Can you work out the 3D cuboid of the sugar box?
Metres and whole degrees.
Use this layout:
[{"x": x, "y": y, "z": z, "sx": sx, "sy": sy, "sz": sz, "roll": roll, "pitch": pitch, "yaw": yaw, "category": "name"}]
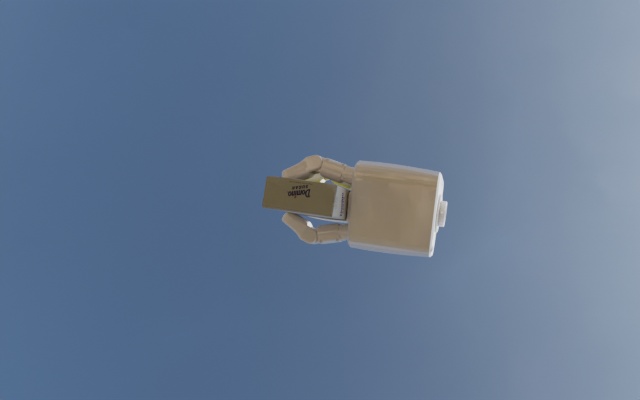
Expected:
[{"x": 0.000, "y": 0.002, "z": 0.646, "sx": 0.093, "sy": 0.048, "sz": 0.176, "roll": 8, "pitch": -5, "yaw": 18, "category": "sugar box"}]
